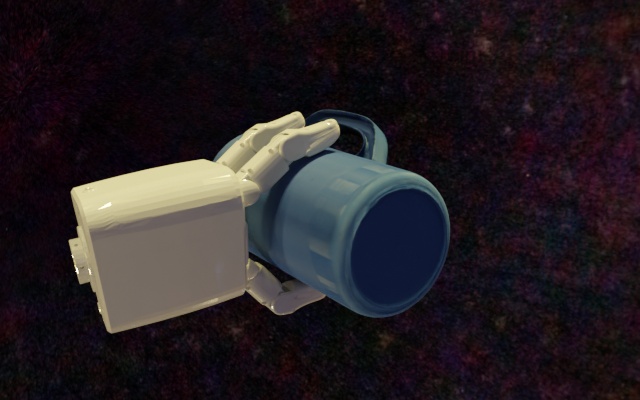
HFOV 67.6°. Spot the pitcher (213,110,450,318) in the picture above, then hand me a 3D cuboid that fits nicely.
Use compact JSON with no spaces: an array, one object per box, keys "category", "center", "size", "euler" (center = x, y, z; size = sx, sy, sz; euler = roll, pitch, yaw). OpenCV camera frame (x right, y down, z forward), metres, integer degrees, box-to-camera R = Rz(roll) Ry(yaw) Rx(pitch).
[{"category":"pitcher","center":[0.000,0.002,0.433],"size":[0.145,0.149,0.243],"euler":[-13,18,-29]}]
